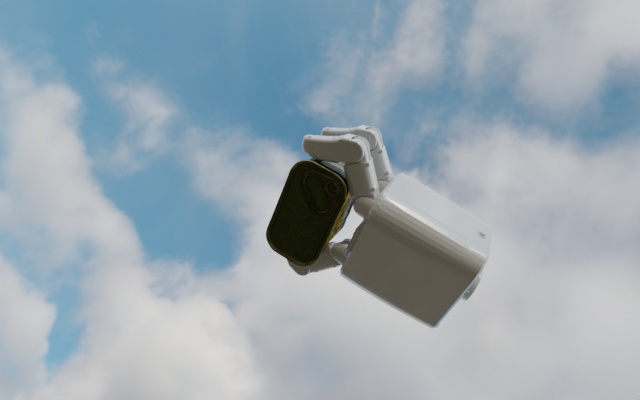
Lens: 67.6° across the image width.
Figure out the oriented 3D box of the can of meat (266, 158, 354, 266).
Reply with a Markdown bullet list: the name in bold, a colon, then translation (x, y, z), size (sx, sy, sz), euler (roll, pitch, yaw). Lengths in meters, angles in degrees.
- **can of meat**: translation (0.000, 0.002, 0.473), size (0.057, 0.102, 0.084), euler (29, 26, 12)
